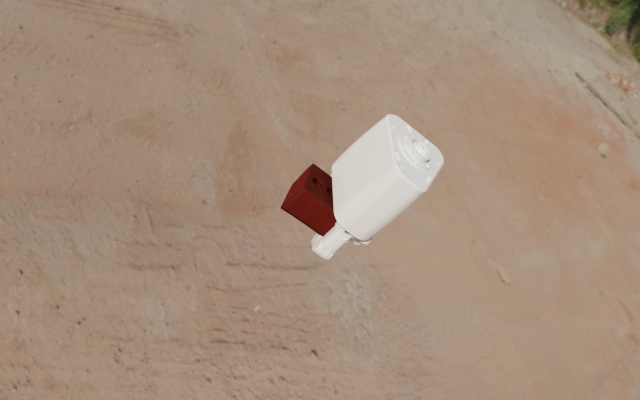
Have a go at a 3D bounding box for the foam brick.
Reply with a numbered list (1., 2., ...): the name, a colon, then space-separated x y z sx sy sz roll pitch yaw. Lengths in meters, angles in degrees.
1. foam brick: 0.000 0.002 0.607 0.078 0.053 0.051 35 -50 -14
